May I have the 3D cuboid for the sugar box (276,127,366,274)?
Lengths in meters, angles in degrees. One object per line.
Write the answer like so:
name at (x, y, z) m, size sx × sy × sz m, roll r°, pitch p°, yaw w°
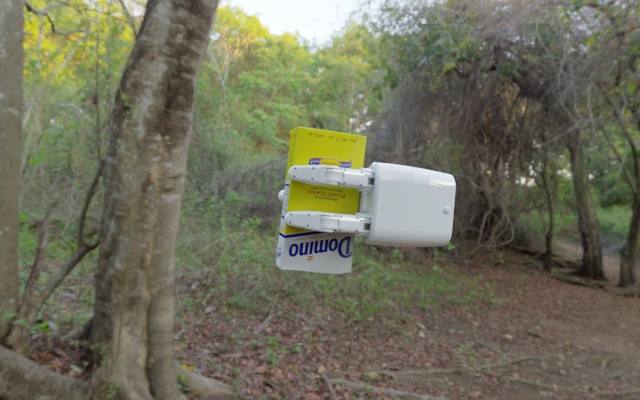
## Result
sugar box at (0.000, 0.002, 0.602) m, size 0.093 × 0.176 × 0.048 m, roll 5°, pitch -1°, yaw -15°
